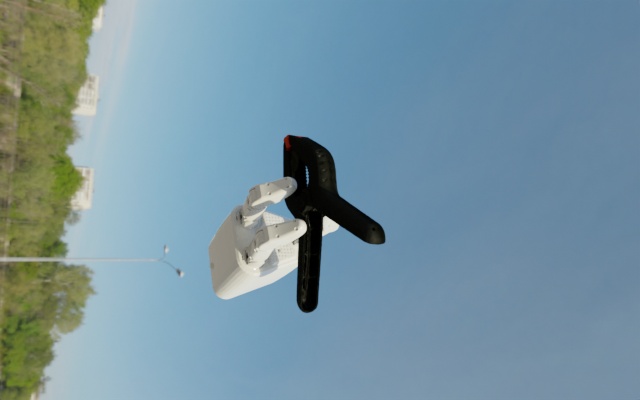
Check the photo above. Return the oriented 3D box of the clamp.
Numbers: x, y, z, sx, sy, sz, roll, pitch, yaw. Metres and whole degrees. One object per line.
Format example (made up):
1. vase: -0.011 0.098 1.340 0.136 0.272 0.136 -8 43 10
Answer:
1. clamp: 0.001 0.001 0.540 0.036 0.210 0.165 4 -31 -32
